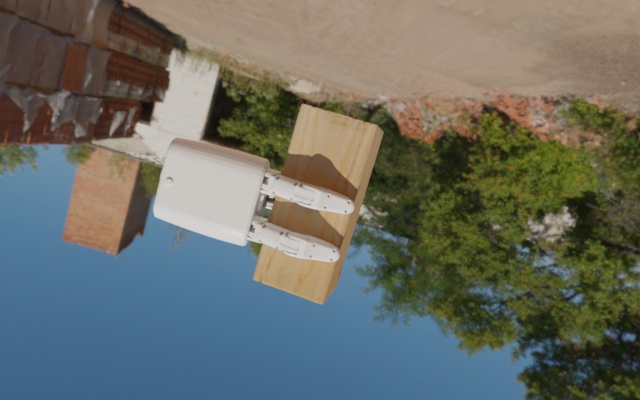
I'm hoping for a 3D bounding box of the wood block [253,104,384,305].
[{"bbox_3d":[0.000,0.002,0.566,0.090,0.206,0.091,18,8,10],"label":"wood block"}]
